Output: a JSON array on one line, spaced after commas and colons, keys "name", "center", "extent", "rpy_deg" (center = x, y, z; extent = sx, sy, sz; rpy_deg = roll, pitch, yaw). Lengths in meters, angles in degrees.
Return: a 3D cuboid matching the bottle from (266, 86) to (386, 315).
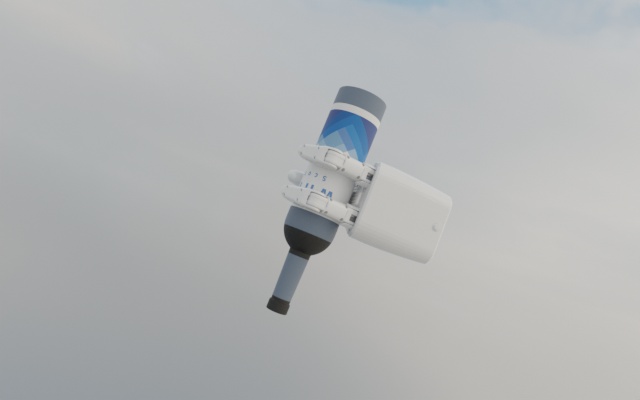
[{"name": "bottle", "center": [0.000, 0.002, 0.608], "extent": [0.069, 0.295, 0.069], "rpy_deg": [22, -6, 2]}]
